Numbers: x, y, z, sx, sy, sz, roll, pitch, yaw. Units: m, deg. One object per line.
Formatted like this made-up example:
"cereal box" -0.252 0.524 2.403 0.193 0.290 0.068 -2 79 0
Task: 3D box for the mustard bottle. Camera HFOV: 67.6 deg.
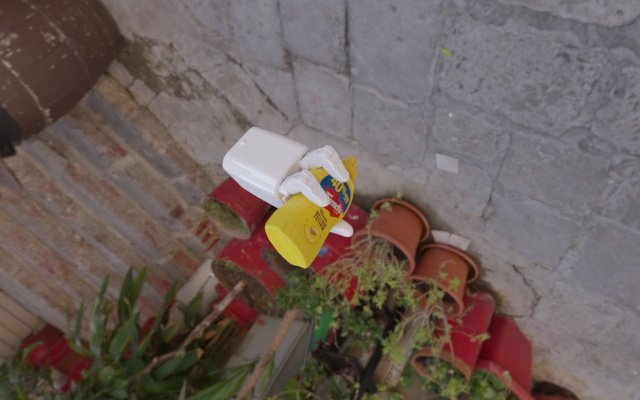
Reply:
"mustard bottle" 0.000 0.003 0.729 0.058 0.191 0.096 9 -38 42
